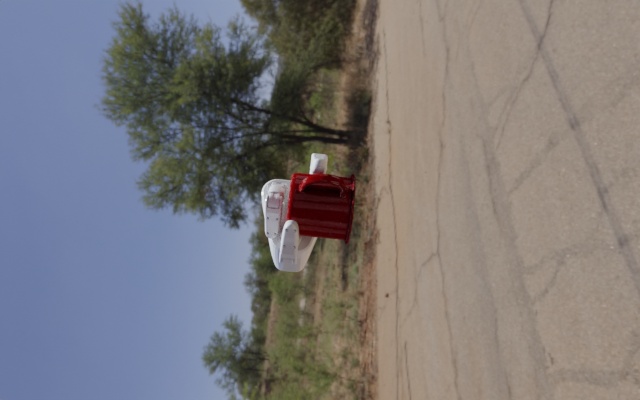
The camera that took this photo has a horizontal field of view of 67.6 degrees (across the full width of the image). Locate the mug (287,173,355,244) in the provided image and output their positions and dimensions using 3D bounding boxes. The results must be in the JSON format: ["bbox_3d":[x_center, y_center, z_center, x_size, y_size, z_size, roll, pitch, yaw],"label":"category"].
[{"bbox_3d":[0.000,0.001,0.614,0.081,0.093,0.117,6,-27,-2],"label":"mug"}]
